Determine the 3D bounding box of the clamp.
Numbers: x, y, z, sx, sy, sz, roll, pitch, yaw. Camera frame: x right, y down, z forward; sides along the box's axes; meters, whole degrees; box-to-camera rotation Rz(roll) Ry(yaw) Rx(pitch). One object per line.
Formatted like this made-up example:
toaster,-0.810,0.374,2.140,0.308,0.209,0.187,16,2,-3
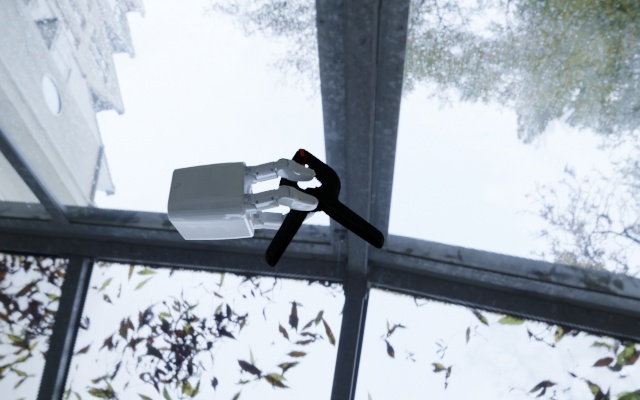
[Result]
clamp,0.000,0.002,0.707,0.164,0.209,0.036,-3,-41,-4
